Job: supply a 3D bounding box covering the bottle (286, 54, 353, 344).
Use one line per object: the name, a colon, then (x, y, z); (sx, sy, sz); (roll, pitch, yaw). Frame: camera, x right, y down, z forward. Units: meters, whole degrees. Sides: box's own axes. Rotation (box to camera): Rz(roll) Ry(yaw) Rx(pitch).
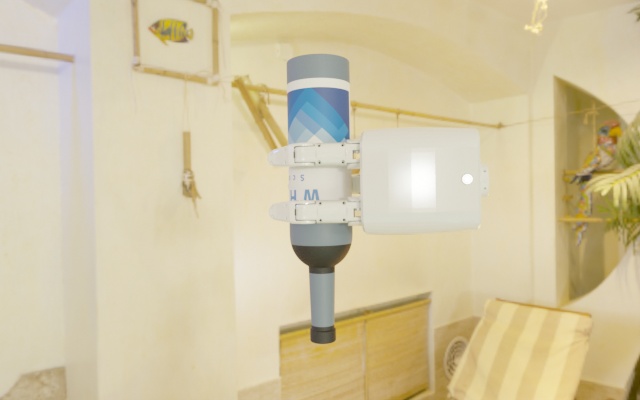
bottle: (0.000, 0.001, 0.505); (0.069, 0.295, 0.069); (-1, 1, 0)
